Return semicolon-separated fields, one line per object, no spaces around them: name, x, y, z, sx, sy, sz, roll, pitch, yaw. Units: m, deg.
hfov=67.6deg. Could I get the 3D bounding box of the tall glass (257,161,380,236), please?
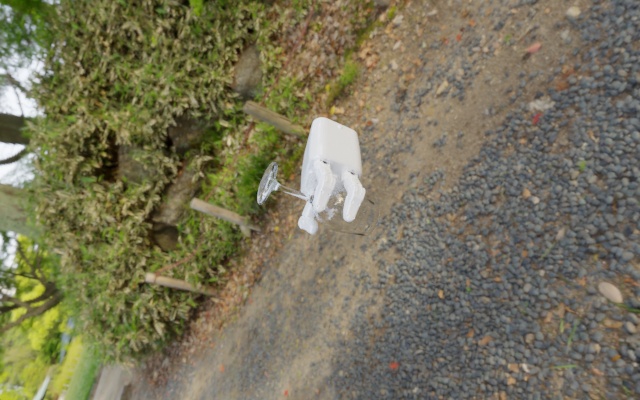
tall glass;-0.001;0.003;0.805;0.201;0.079;0.079;20;-8;-21
